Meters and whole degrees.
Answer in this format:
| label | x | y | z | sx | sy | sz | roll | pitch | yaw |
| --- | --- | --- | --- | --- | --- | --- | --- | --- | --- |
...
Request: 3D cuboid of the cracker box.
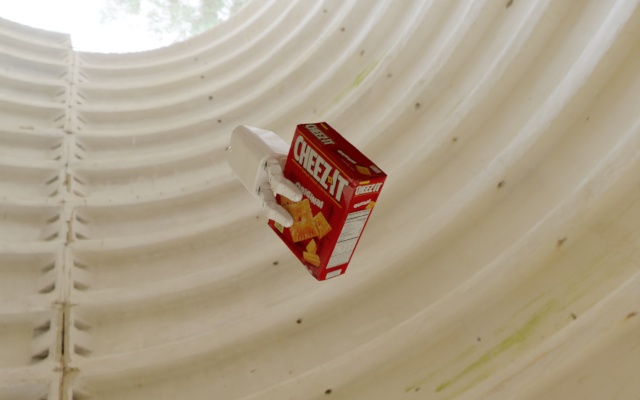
| label | x | y | z | sx | sy | sz | roll | pitch | yaw |
| --- | --- | --- | --- | --- | --- | --- | --- | --- | --- |
| cracker box | 0.000 | 0.003 | 0.798 | 0.072 | 0.214 | 0.164 | -13 | 45 | -39 |
